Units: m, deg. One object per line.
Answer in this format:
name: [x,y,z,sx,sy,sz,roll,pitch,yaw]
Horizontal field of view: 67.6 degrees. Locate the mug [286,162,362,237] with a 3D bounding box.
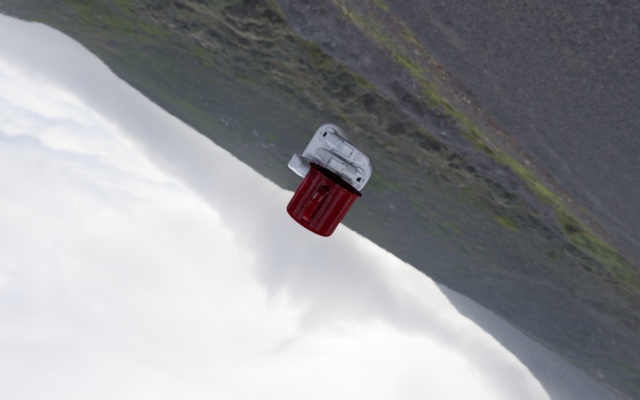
mug: [0.000,0.003,0.703,0.093,0.081,0.117,34,10,4]
